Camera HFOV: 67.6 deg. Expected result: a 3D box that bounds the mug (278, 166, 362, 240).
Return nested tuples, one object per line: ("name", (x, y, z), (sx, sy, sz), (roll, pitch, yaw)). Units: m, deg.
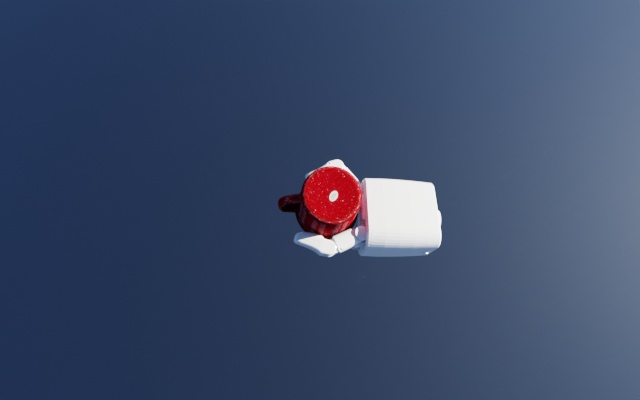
("mug", (-0.001, 0.002, 0.659), (0.117, 0.093, 0.081), (1, -15, -4))
